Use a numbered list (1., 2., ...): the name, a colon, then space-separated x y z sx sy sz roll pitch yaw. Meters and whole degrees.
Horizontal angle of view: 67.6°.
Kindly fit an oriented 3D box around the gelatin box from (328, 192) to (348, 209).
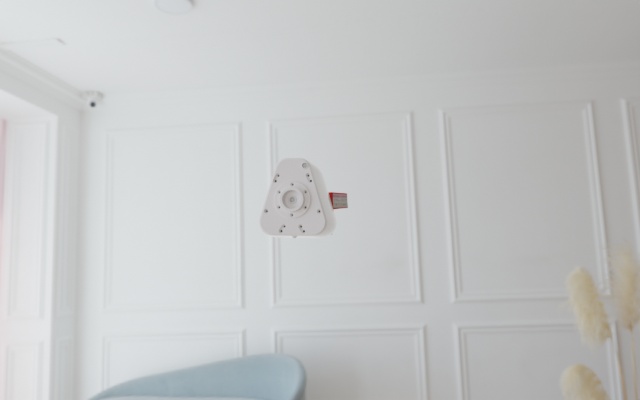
1. gelatin box: 0.000 0.002 0.822 0.073 0.030 0.089 -3 0 20
